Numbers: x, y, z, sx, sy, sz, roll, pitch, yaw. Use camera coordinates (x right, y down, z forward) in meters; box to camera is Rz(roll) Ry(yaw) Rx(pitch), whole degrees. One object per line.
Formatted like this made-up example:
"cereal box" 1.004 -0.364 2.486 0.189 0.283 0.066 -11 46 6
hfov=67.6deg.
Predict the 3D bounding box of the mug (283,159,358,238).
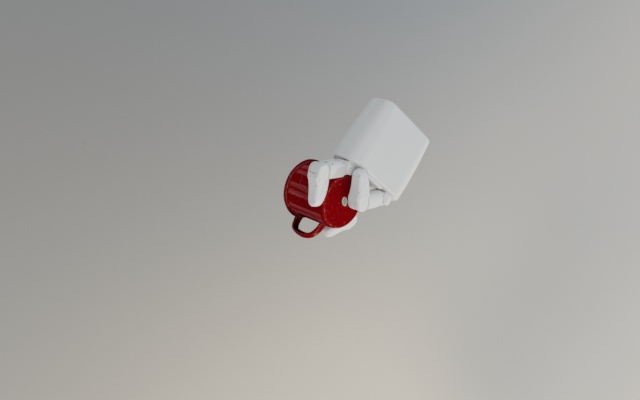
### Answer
"mug" -0.001 0.004 0.702 0.081 0.117 0.093 21 -14 44
